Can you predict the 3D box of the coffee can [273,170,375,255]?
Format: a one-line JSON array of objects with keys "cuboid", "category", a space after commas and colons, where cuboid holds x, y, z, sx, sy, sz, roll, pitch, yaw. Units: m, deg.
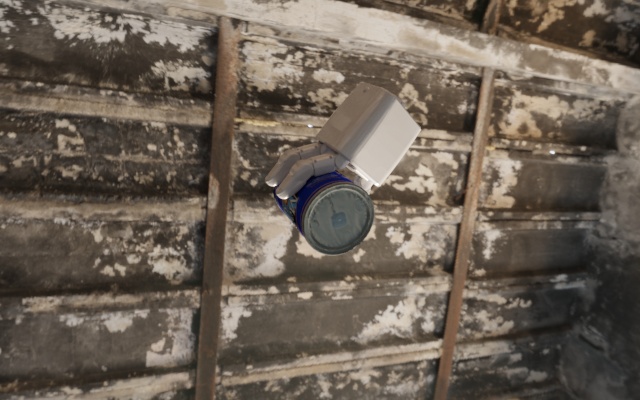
[{"cuboid": [0.000, 0.002, 0.683, 0.103, 0.103, 0.140, 0, 20, -23], "category": "coffee can"}]
